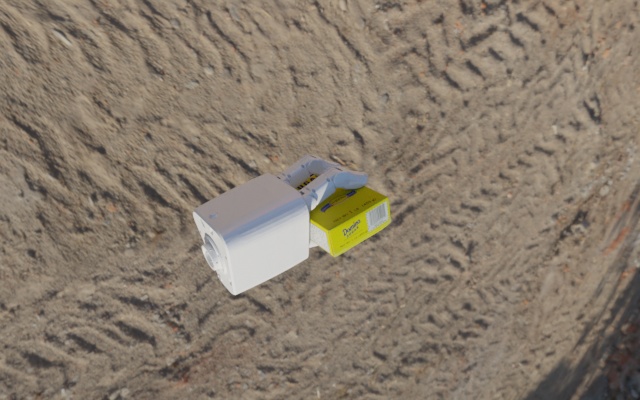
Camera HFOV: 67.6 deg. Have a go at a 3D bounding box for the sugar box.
[{"bbox_3d":[0.000,0.002,0.625,0.093,0.048,0.176,-28,35,-25],"label":"sugar box"}]
